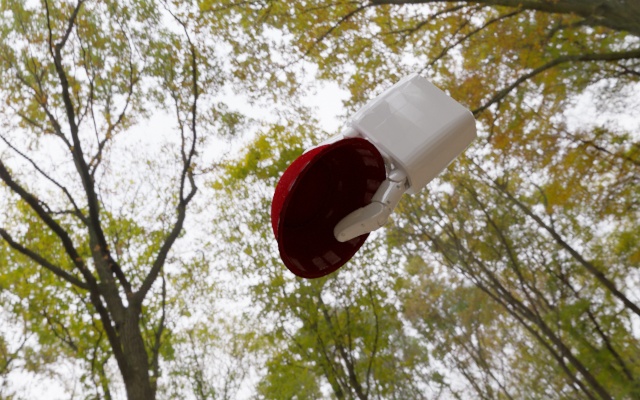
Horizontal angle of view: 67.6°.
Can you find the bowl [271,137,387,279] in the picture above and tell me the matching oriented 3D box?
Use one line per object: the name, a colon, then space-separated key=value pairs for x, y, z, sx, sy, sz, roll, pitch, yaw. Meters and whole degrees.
bowl: x=-0.001 y=0.002 z=0.520 sx=0.055 sy=0.162 sz=0.162 roll=28 pitch=18 yaw=38
